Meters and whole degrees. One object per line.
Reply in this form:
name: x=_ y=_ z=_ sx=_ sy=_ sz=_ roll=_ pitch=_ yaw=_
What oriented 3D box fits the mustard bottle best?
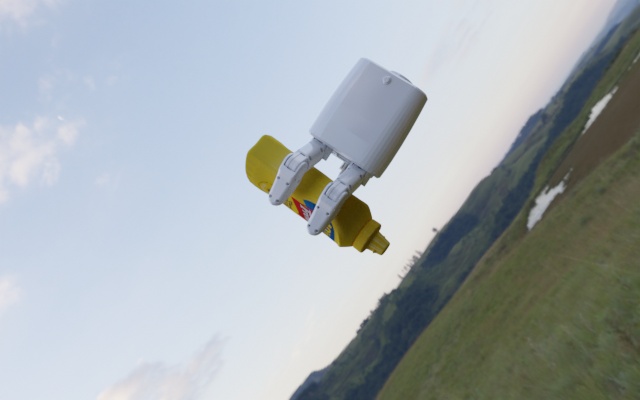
mustard bottle: x=0.000 y=0.002 z=0.568 sx=0.191 sy=0.058 sz=0.096 roll=35 pitch=-19 yaw=15
